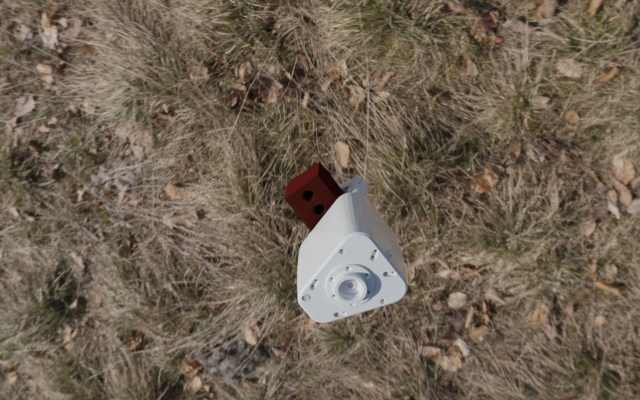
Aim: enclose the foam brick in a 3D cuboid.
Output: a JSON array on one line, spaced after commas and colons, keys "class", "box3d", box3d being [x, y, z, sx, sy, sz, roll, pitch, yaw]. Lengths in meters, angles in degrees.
[{"class": "foam brick", "box3d": [0.000, 0.002, 0.589, 0.053, 0.078, 0.051, -34, 16, 15]}]
